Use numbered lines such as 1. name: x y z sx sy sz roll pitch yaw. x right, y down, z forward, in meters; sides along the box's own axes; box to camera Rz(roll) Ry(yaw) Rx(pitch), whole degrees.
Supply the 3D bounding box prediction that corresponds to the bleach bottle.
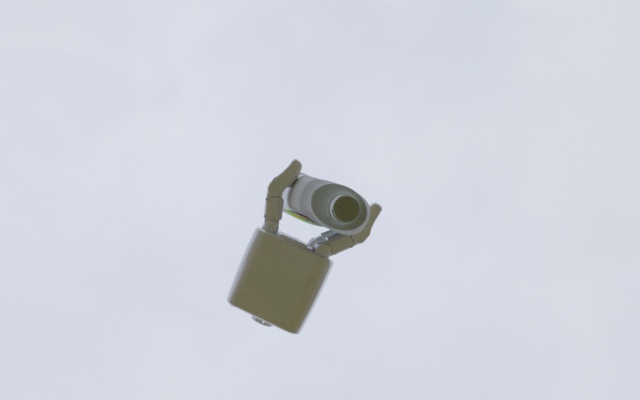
1. bleach bottle: 0.000 0.002 0.621 0.102 0.068 0.251 25 -2 -9
